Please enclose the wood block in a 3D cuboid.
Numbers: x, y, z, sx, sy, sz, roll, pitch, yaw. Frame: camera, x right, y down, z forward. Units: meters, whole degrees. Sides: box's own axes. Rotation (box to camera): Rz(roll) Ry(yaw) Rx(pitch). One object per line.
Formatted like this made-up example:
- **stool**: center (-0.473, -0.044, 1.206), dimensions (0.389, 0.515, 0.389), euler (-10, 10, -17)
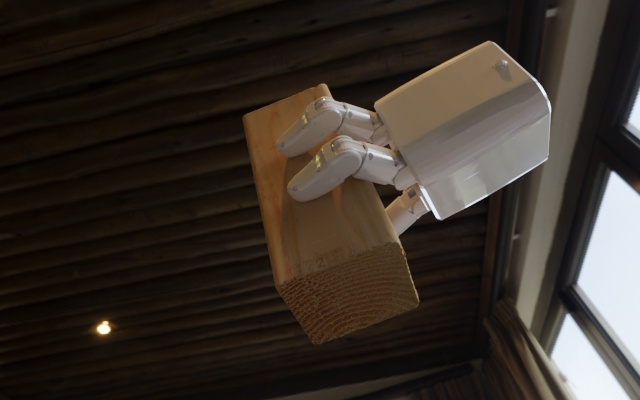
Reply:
- **wood block**: center (0.001, 0.001, 0.412), dimensions (0.090, 0.206, 0.091), euler (-22, -46, 3)
